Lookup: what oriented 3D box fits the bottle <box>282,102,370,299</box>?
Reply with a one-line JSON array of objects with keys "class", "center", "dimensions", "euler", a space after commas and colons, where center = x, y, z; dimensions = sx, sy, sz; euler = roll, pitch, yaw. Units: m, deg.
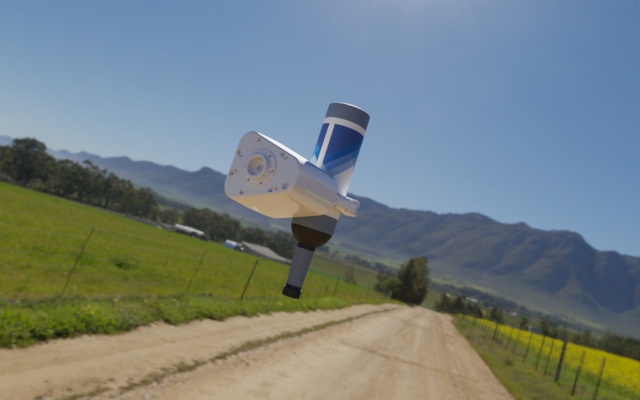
[{"class": "bottle", "center": [0.000, 0.002, 0.719], "dimensions": [0.069, 0.295, 0.069], "euler": [18, -6, 2]}]
